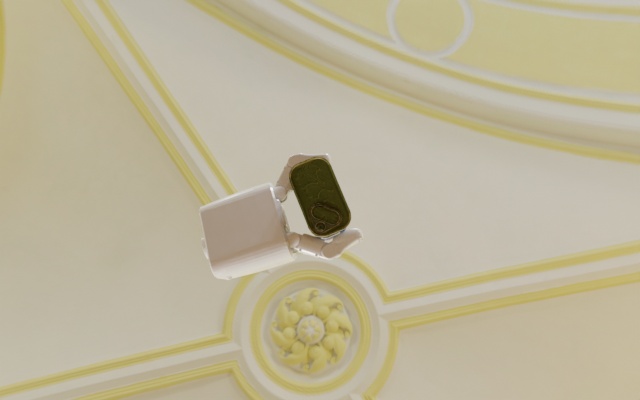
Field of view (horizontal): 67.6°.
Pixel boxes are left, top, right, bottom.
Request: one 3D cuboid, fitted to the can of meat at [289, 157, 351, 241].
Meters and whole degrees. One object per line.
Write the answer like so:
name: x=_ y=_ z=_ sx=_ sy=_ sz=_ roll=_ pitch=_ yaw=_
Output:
can of meat: x=0.000 y=0.002 z=0.645 sx=0.057 sy=0.102 sz=0.084 roll=-22 pitch=-10 yaw=-3
